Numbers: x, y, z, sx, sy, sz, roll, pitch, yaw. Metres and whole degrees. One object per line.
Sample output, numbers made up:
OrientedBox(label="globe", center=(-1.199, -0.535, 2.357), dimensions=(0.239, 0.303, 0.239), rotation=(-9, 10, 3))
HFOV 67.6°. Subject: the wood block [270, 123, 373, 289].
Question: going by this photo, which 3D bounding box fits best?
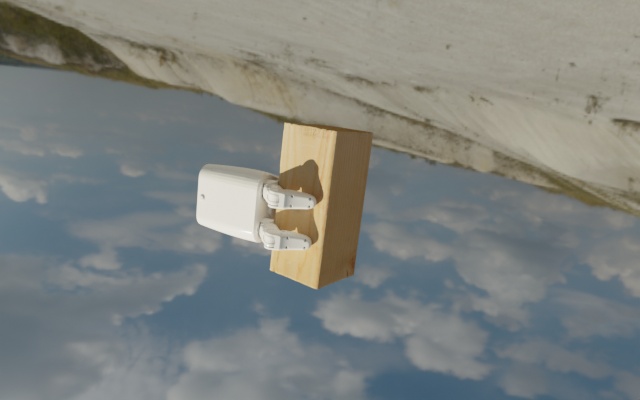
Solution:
OrientedBox(label="wood block", center=(0.000, 0.002, 0.658), dimensions=(0.090, 0.206, 0.091), rotation=(15, 15, 35))
